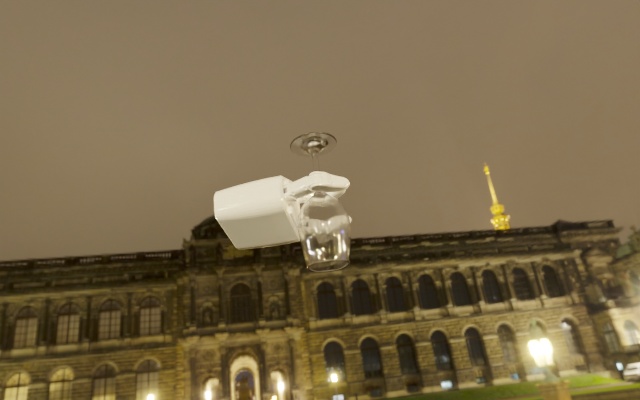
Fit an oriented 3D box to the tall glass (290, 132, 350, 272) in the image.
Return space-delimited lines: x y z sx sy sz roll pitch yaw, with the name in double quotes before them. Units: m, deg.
"tall glass" 0.000 0.002 0.715 0.079 0.201 0.079 -6 -23 -3
